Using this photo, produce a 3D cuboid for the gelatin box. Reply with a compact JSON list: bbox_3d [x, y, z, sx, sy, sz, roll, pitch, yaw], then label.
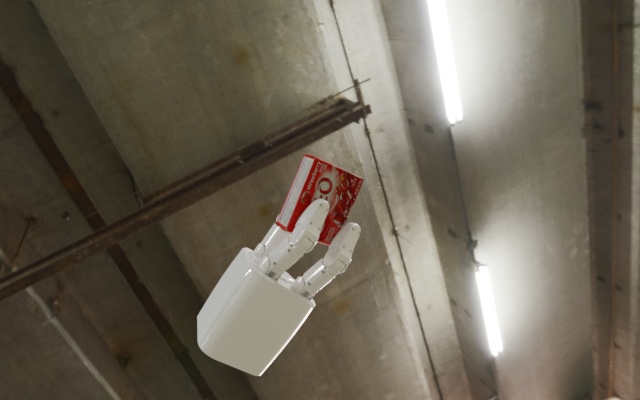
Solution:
[{"bbox_3d":[0.000,0.001,0.547,0.073,0.089,0.030,22,2,-33],"label":"gelatin box"}]
